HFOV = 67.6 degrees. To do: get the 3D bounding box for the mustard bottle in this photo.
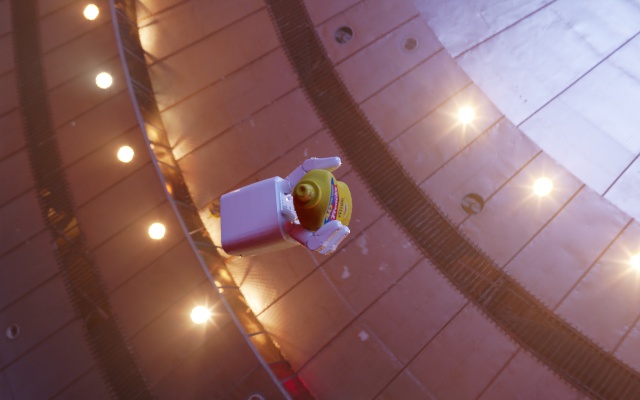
[{"bbox_3d":[0.001,0.002,0.749,0.058,0.096,0.192,9,-7,18],"label":"mustard bottle"}]
